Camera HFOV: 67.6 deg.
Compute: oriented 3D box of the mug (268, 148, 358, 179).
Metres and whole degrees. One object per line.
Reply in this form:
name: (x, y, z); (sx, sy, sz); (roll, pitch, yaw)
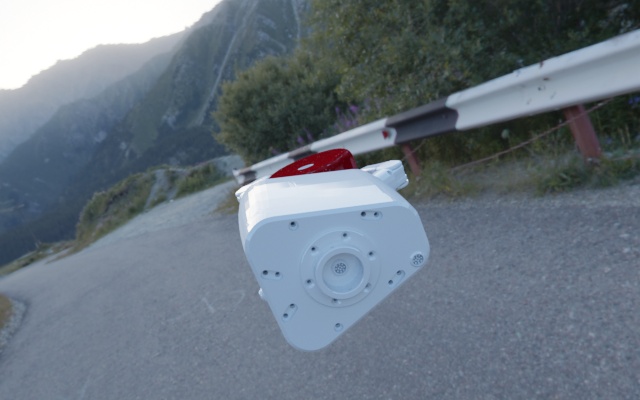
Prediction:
mug: (0.000, 0.001, 0.446); (0.093, 0.081, 0.117); (-23, 15, -5)
